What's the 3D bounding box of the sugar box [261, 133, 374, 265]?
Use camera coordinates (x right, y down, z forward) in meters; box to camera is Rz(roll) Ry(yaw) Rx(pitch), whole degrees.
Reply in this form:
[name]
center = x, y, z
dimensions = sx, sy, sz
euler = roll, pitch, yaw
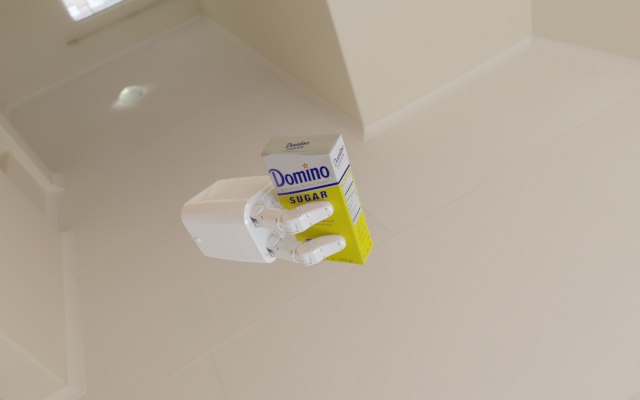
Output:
[sugar box]
center = 0.000, 0.002, 0.590
dimensions = 0.093, 0.176, 0.048
euler = 2, 44, 28
